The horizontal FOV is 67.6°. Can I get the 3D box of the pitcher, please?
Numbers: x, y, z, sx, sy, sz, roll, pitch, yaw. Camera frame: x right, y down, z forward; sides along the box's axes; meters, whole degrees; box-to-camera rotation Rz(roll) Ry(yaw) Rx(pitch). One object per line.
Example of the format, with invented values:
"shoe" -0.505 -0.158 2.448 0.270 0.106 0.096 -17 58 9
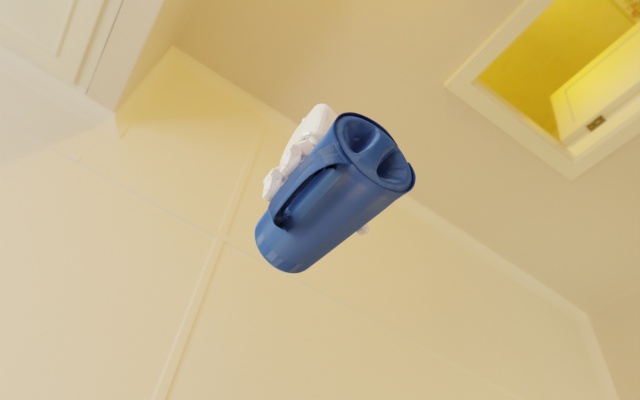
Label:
"pitcher" 0.000 0.002 0.672 0.149 0.145 0.243 32 -52 -17
